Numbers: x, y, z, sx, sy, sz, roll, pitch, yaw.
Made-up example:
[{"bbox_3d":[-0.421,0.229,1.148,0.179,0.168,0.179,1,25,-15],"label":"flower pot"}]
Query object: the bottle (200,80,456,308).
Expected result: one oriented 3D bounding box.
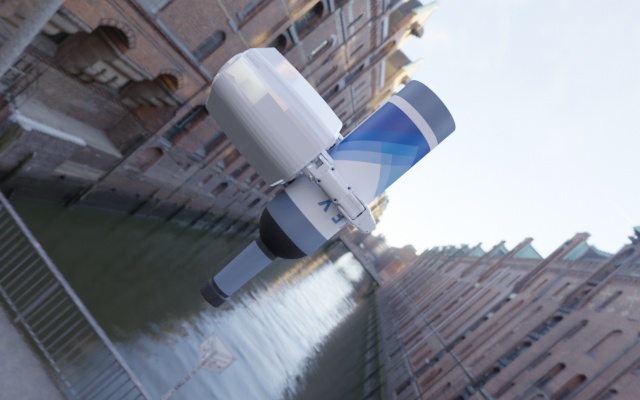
[{"bbox_3d":[0.000,0.001,0.476,0.296,0.069,0.069,-41,-1,1],"label":"bottle"}]
